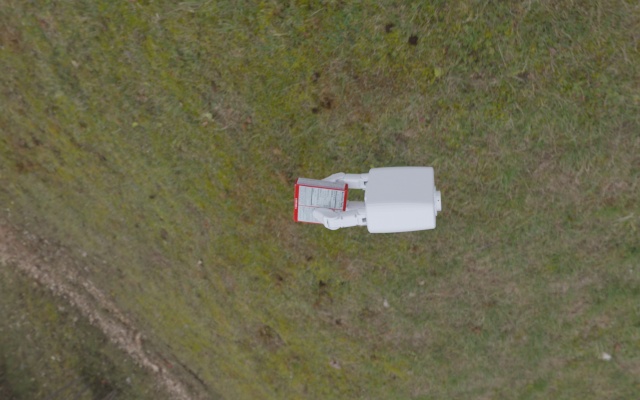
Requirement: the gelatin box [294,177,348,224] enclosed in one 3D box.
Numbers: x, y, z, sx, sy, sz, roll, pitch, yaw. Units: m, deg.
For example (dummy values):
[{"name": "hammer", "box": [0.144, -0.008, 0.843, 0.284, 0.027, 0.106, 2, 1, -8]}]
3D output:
[{"name": "gelatin box", "box": [0.000, 0.003, 0.814, 0.089, 0.073, 0.030, 6, 30, 4]}]
